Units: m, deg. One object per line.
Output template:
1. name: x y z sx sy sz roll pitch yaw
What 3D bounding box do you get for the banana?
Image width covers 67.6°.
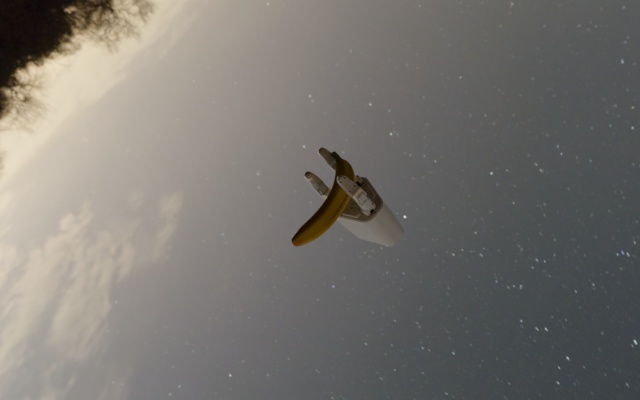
1. banana: 0.016 0.002 0.868 0.069 0.197 0.037 10 -24 39
